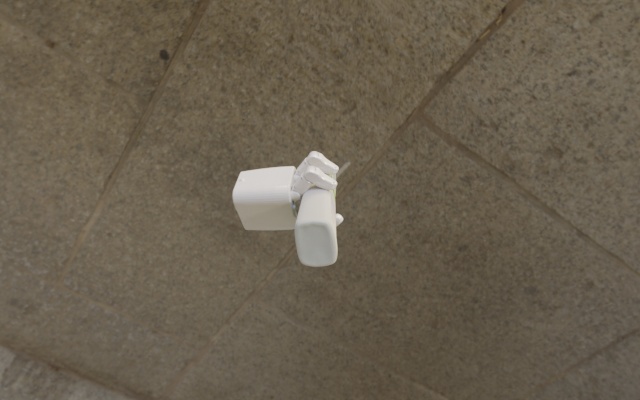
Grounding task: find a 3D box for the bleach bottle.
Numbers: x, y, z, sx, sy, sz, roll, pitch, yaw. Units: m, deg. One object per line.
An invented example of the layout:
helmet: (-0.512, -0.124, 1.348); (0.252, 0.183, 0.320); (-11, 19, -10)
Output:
bleach bottle: (0.000, 0.003, 0.885); (0.068, 0.103, 0.250); (-3, 33, 7)
